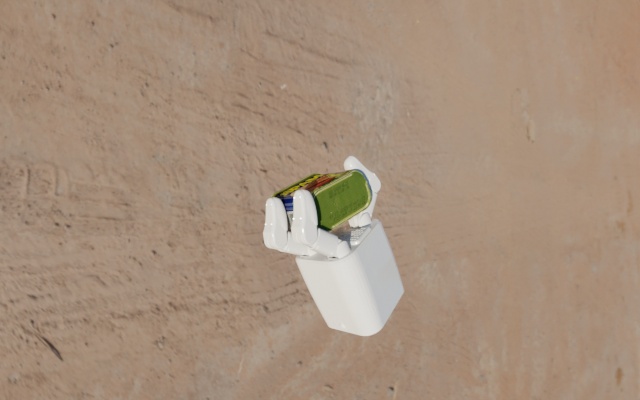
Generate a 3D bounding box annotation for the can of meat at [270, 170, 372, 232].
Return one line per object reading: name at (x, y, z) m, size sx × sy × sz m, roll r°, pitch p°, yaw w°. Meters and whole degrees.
can of meat at (0.000, 0.002, 0.591) m, size 0.102 × 0.057 × 0.084 m, roll -30°, pitch 16°, yaw -36°
